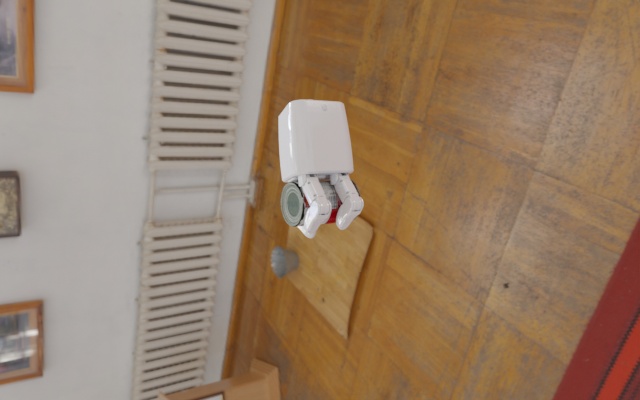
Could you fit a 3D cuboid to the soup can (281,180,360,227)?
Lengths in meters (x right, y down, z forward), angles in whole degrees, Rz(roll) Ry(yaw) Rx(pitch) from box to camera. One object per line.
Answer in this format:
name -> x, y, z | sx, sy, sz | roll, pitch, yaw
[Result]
soup can -> 0.000, 0.003, 0.719 | 0.102, 0.068, 0.068 | -4, 2, -33
